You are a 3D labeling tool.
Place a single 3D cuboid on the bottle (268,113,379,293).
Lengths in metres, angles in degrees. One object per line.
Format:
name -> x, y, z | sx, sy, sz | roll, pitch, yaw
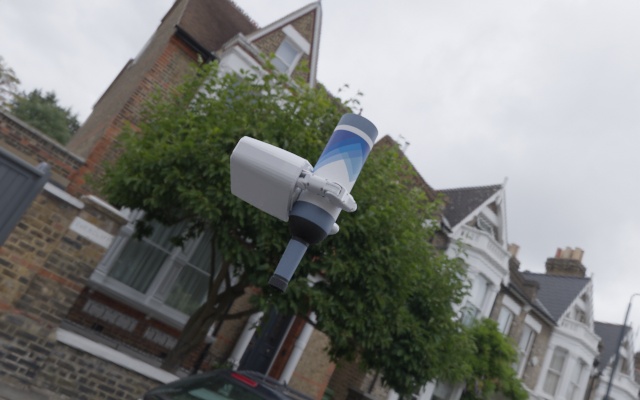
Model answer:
bottle -> 0.000, 0.002, 0.729 | 0.069, 0.295, 0.069 | 24, -19, 9
